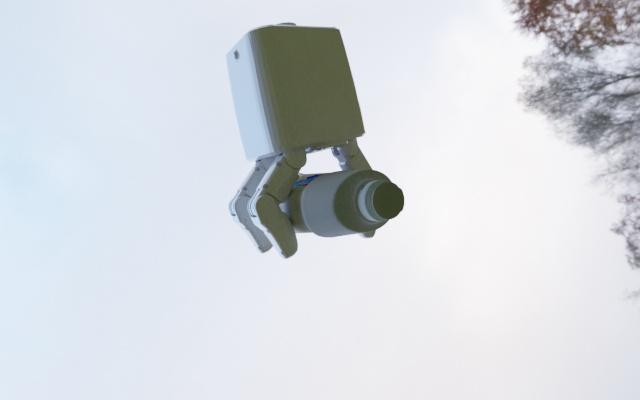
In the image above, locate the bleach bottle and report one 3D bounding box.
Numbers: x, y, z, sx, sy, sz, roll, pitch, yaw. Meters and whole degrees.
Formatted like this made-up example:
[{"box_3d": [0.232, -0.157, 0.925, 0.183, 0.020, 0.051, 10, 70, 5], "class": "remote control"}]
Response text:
[{"box_3d": [0.000, 0.002, 0.462, 0.102, 0.068, 0.251, -14, 5, -27], "class": "bleach bottle"}]
